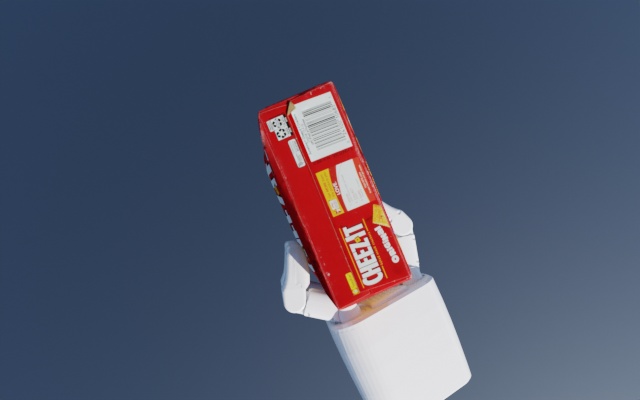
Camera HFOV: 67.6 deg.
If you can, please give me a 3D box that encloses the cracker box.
[{"bbox_3d":[0.000,0.001,0.458,0.072,0.164,0.214,-23,0,-6],"label":"cracker box"}]
